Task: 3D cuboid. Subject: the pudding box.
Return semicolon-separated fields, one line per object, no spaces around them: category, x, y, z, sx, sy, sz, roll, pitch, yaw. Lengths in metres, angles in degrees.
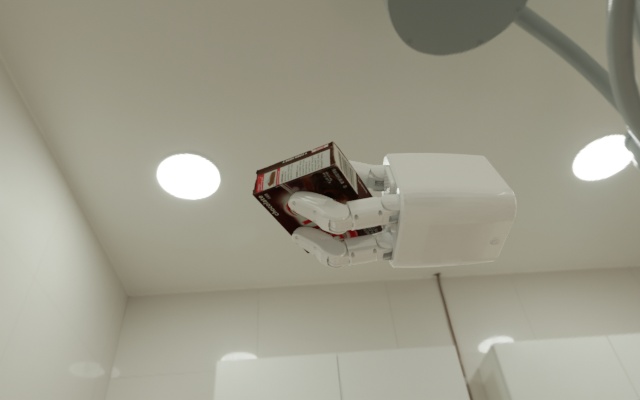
pudding box;0.000;0.001;0.482;0.090;0.039;0.114;-20;-47;20
